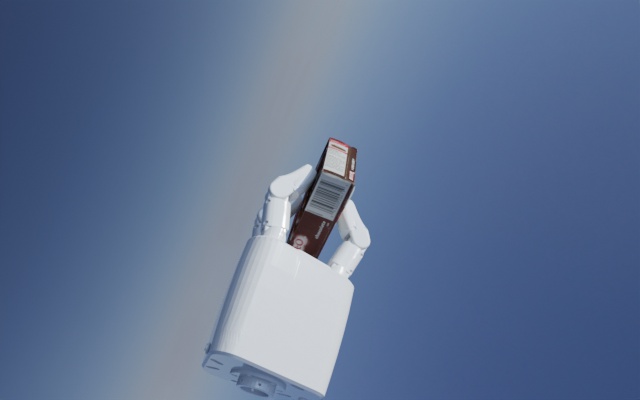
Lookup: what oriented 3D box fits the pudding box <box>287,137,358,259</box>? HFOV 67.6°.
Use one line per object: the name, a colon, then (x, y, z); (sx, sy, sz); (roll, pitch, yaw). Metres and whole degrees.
pudding box: (0.000, 0.002, 0.507); (0.039, 0.113, 0.090); (24, 28, -7)
